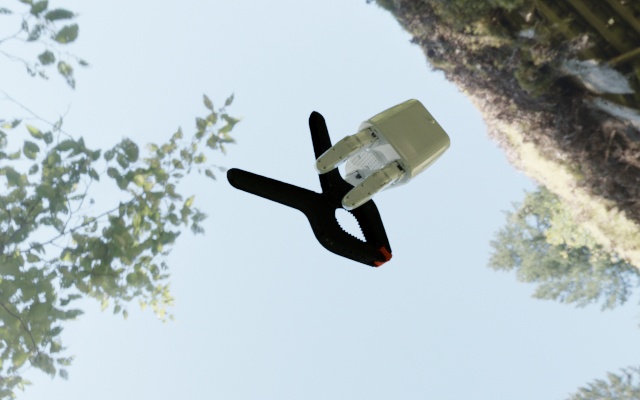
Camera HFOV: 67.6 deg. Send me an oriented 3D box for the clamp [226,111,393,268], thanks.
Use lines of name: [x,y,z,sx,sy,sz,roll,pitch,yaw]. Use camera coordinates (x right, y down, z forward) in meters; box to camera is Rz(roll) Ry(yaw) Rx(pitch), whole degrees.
clamp: [0.000,0.003,0.572,0.164,0.210,0.036,-33,-6,-34]
